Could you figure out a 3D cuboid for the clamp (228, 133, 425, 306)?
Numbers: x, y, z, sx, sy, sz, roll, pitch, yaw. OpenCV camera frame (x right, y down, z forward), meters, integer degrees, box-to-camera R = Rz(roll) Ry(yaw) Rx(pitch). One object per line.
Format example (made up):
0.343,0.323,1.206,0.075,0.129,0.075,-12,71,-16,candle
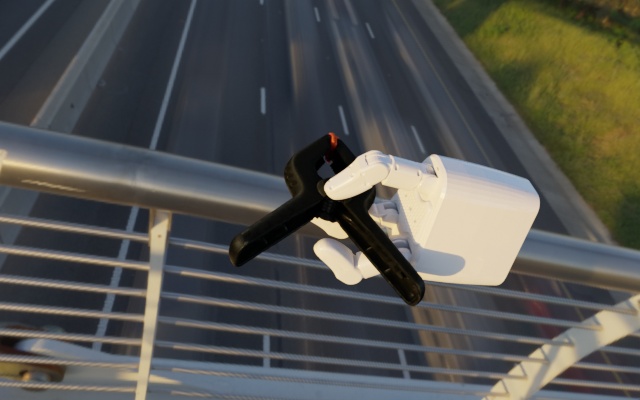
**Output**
0.001,0.001,0.449,0.164,0.036,0.209,11,39,-16,clamp
